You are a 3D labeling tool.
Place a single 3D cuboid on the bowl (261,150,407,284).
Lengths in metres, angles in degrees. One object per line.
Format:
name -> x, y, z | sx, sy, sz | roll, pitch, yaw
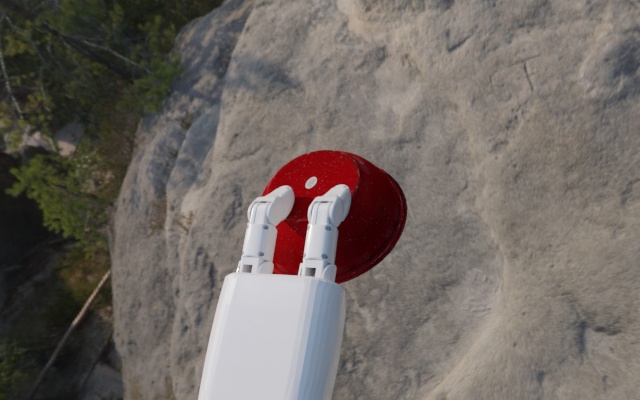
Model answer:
bowl -> 0.000, 0.000, 0.467 | 0.162, 0.162, 0.055 | 0, -41, 22
